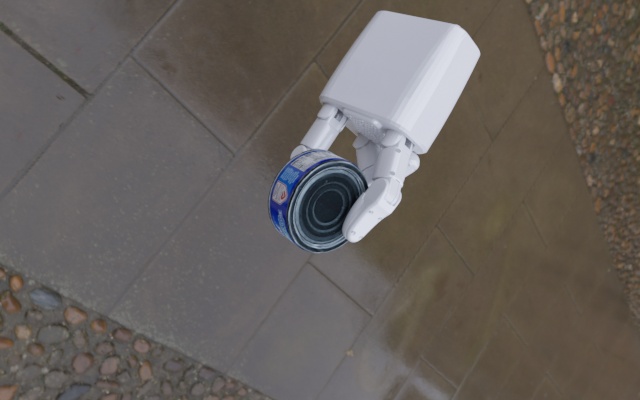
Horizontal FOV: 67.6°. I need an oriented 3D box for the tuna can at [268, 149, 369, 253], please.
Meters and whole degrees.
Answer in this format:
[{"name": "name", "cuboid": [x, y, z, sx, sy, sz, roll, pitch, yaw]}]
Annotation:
[{"name": "tuna can", "cuboid": [0.000, 0.002, 0.411, 0.086, 0.086, 0.033, 0, 19, -35]}]
